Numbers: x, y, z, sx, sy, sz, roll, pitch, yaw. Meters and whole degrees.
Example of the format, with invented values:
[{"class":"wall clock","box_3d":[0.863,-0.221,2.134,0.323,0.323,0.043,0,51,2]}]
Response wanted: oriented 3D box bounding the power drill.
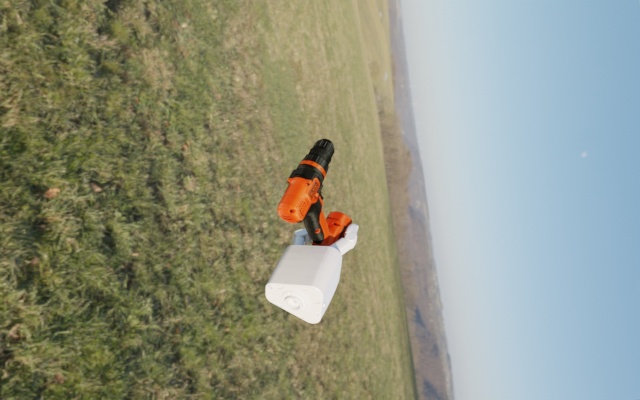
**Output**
[{"class":"power drill","box_3d":[0.000,0.003,0.896,0.057,0.184,0.188,7,-37,33]}]
